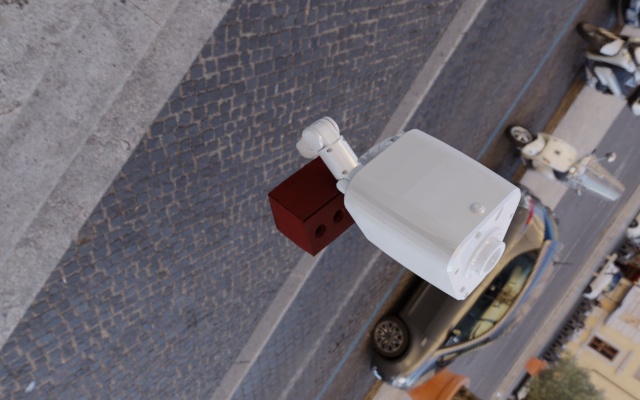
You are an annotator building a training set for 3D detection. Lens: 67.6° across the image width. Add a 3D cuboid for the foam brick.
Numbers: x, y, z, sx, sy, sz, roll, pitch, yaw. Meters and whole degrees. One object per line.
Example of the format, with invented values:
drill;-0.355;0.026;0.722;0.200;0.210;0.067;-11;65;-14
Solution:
foam brick;0.000;0.002;0.438;0.078;0.053;0.051;-38;54;-21
